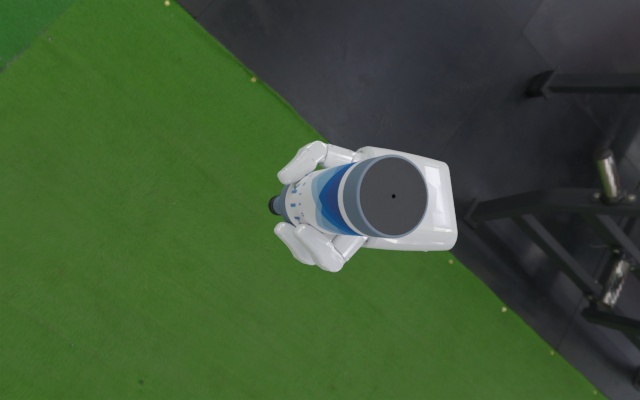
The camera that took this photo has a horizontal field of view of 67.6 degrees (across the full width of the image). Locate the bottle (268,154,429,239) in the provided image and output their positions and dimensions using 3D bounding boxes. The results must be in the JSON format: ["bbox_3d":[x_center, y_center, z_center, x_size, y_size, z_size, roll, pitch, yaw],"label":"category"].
[{"bbox_3d":[0.000,0.002,0.509,0.069,0.069,0.296,0,-2,-23],"label":"bottle"}]
